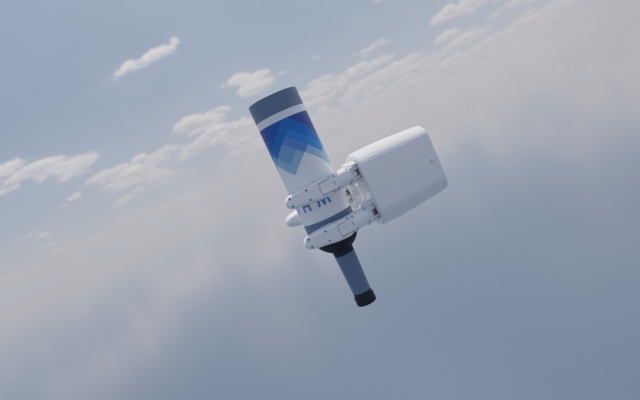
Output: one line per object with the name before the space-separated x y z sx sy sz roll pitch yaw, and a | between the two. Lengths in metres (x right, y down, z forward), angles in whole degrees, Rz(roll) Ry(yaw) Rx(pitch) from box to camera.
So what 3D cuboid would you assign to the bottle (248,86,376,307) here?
bottle | 0.000 0.002 0.620 0.069 0.296 0.069 -25 5 2
